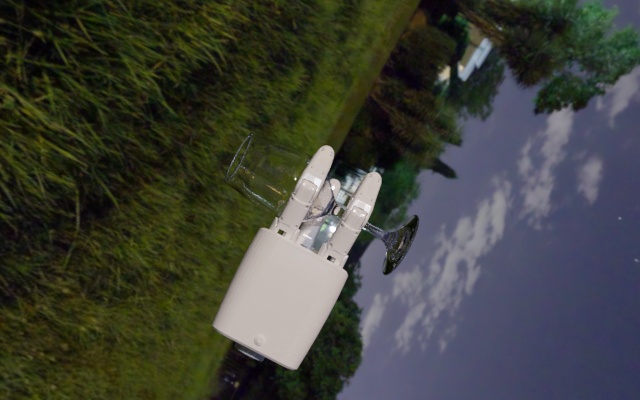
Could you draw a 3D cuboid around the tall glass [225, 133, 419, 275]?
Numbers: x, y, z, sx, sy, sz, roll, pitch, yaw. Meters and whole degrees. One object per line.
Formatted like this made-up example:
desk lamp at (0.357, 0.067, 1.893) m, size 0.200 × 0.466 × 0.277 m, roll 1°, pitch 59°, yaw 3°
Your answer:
tall glass at (0.001, 0.002, 0.514) m, size 0.201 × 0.079 × 0.079 m, roll 29°, pitch -2°, yaw -3°
